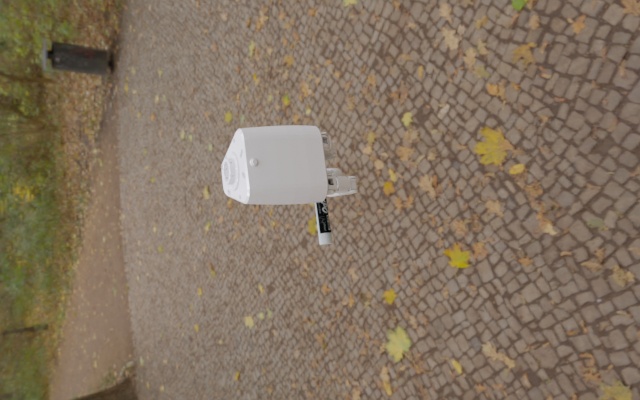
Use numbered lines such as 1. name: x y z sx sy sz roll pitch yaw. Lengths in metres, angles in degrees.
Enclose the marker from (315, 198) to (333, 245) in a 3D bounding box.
1. marker: 0.000 0.002 0.681 0.020 0.121 0.020 -7 -7 -1
